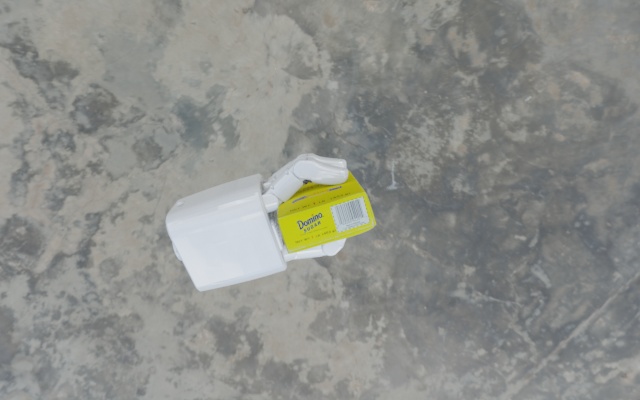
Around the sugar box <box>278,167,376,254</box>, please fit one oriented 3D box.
[{"bbox_3d":[0.000,0.001,0.549,0.093,0.048,0.176,-16,16,-1],"label":"sugar box"}]
